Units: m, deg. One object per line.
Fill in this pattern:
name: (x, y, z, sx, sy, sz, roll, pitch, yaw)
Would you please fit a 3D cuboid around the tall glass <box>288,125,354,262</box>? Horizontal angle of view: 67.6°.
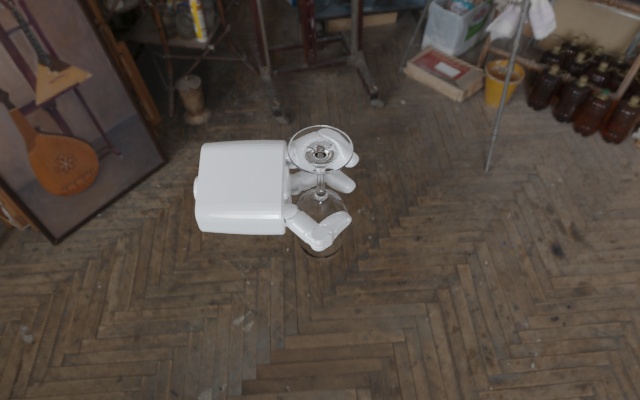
tall glass: (0.000, 0.002, 0.613, 0.079, 0.079, 0.201, 0, -37, 1)
